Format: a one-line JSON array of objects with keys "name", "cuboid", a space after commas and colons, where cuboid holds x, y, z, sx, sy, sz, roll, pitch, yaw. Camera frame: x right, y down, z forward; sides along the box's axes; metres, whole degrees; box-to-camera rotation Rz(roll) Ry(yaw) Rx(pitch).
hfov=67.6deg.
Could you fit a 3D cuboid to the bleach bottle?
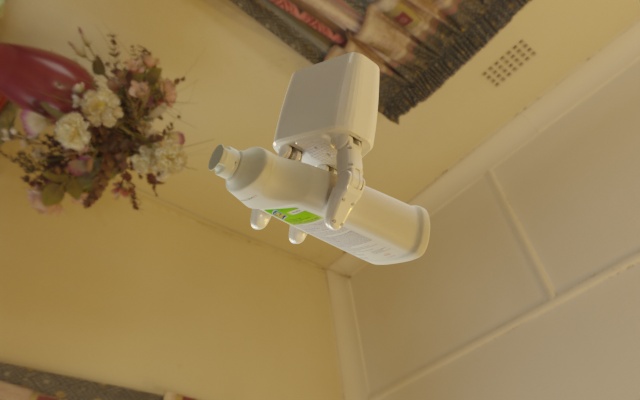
[{"name": "bleach bottle", "cuboid": [0.000, 0.002, 0.522, 0.251, 0.068, 0.102, 25, -29, -32]}]
